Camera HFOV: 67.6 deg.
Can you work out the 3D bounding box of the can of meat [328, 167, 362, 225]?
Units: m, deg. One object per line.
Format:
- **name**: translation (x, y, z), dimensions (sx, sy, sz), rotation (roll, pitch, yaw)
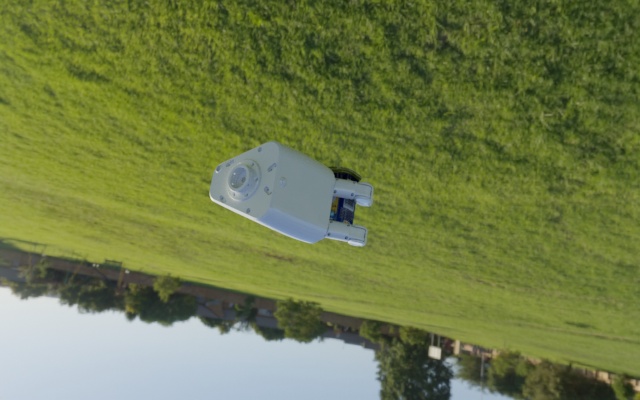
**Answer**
- **can of meat**: translation (0.000, 0.002, 0.657), dimensions (0.102, 0.084, 0.057), rotation (1, -15, 30)
